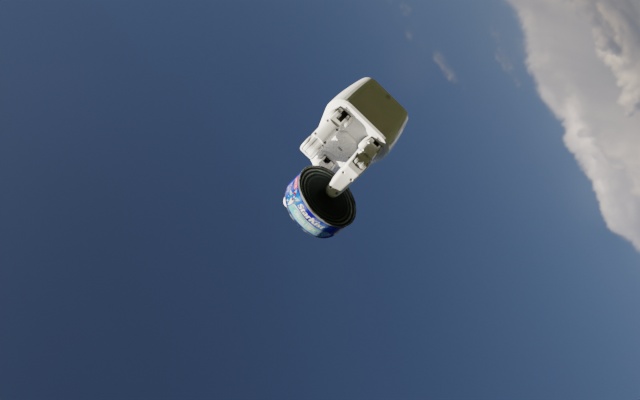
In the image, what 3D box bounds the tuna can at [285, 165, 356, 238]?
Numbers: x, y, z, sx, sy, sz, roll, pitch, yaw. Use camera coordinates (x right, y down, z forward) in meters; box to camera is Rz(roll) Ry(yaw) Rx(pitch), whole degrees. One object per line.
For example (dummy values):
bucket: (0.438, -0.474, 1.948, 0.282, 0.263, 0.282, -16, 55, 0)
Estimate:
tuna can: (0.000, 0.002, 0.575, 0.086, 0.086, 0.034, 0, -31, -45)
